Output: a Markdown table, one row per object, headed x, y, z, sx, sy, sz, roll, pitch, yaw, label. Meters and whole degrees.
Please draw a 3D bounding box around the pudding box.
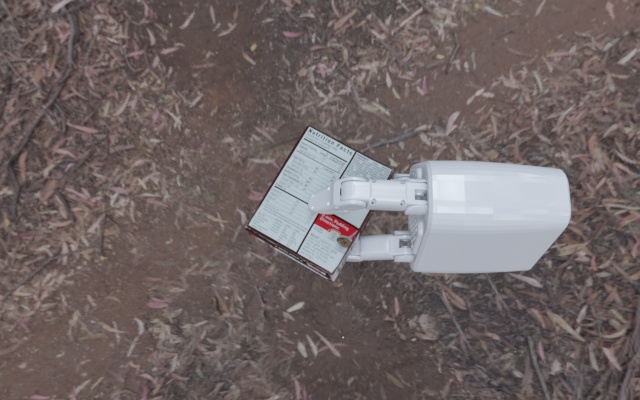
| x | y | z | sx | sy | sz | roll | pitch | yaw | label |
| --- | --- | --- | --- | --- | --- | --- | --- | --- | --- |
| 0.000 | 0.001 | 0.426 | 0.090 | 0.113 | 0.039 | 29 | -13 | 9 | pudding box |
